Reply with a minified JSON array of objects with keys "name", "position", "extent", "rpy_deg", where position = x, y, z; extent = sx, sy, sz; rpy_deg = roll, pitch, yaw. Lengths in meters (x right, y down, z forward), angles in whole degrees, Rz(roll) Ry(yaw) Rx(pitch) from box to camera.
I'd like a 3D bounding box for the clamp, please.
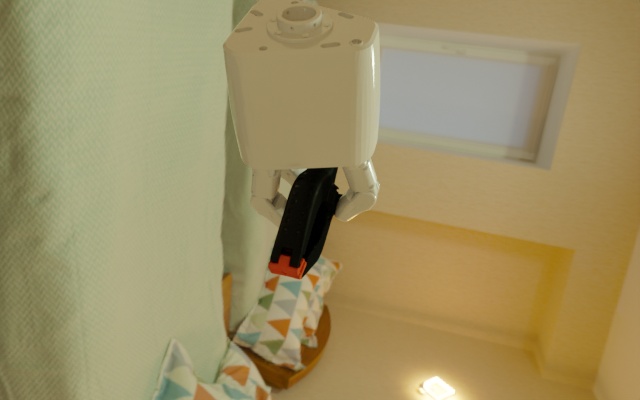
[{"name":"clamp","position":[0.001,0.002,0.477],"extent":[0.036,0.209,0.165],"rpy_deg":[10,-42,13]}]
